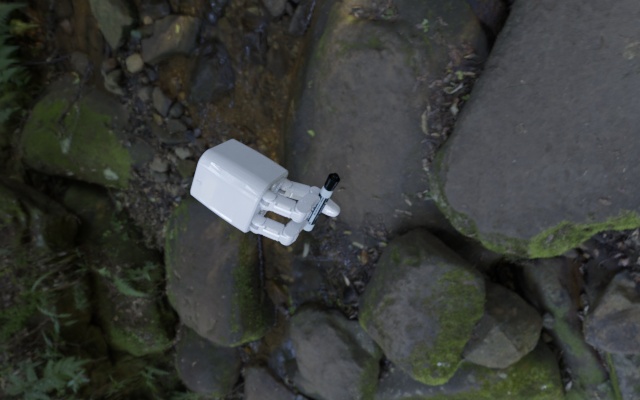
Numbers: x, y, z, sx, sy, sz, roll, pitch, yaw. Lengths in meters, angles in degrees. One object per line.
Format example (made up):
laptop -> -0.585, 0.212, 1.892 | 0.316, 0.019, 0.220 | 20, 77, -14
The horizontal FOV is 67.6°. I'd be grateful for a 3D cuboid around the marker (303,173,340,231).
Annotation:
marker -> 0.000, 0.002, 0.736 | 0.020, 0.020, 0.121 | 0, -42, -29
